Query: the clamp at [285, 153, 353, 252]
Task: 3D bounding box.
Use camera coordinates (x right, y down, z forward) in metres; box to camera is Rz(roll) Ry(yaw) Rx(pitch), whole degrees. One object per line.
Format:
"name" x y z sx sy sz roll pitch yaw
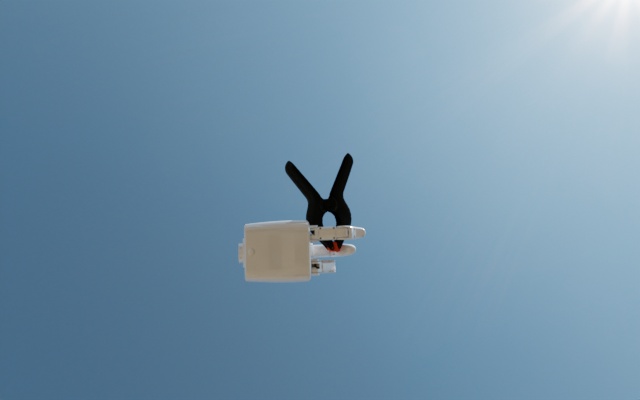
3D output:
"clamp" 0.000 0.003 0.814 0.120 0.171 0.039 -1 -7 -9
